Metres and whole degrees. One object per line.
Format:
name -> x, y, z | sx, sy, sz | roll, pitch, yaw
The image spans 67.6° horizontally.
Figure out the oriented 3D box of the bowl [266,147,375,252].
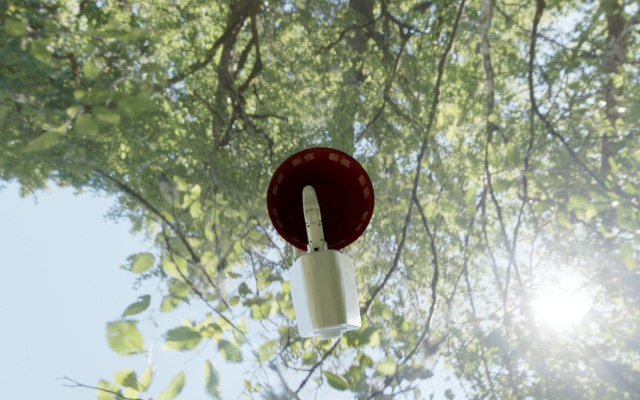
bowl -> 0.000, 0.001, 0.736 | 0.162, 0.162, 0.055 | 0, -10, 0
